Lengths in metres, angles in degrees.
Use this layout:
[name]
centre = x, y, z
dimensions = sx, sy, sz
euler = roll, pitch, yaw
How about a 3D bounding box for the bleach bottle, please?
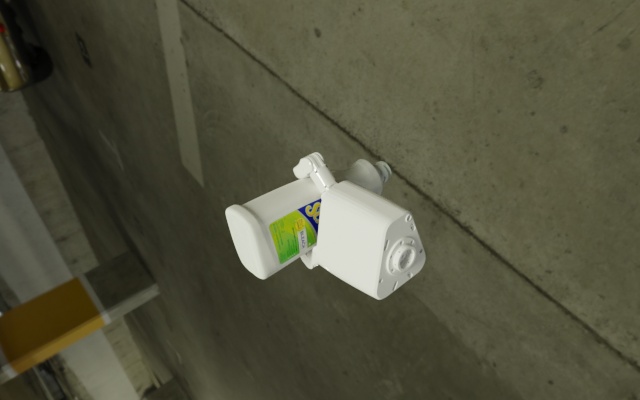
[bleach bottle]
centre = 0.000, 0.002, 0.652
dimensions = 0.250, 0.103, 0.068
euler = -30, 37, -29
